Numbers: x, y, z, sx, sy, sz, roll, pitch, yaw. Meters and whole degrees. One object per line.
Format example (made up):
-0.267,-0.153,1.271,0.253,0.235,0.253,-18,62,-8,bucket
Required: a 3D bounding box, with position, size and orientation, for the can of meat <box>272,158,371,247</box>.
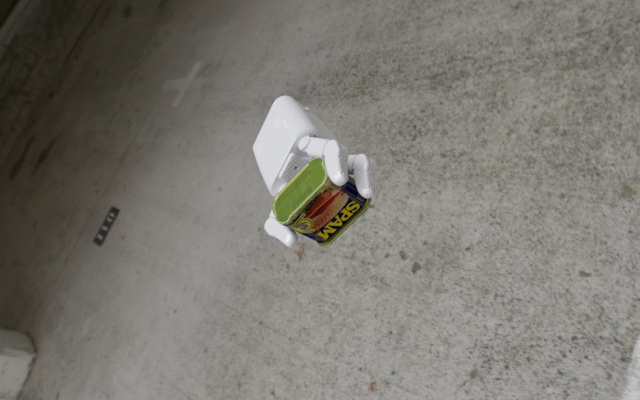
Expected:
0.000,0.002,0.618,0.084,0.102,0.057,29,24,-41,can of meat
